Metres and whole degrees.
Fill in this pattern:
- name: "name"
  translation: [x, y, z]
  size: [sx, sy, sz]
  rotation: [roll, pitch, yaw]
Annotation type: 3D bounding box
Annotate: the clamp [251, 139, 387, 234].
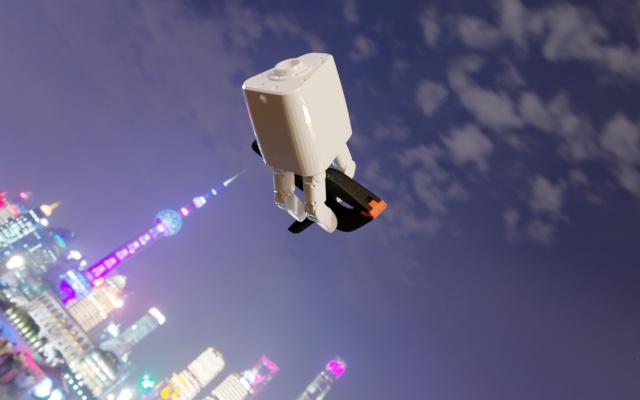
- name: "clamp"
  translation: [0.001, 0.002, 0.651]
  size: [0.210, 0.165, 0.036]
  rotation: [19, 49, 39]
